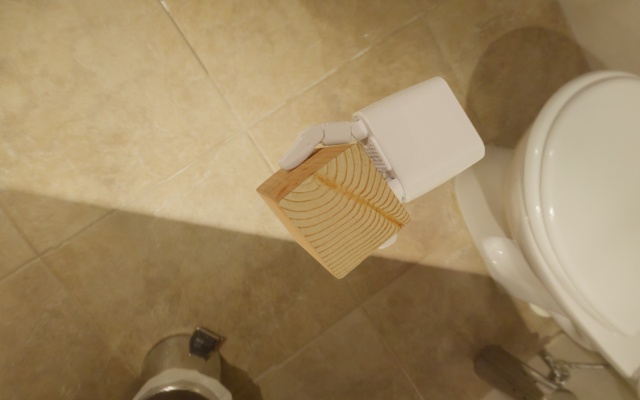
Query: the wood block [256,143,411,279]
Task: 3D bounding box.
[{"bbox_3d":[0.000,0.001,0.517,0.090,0.091,0.206,-38,11,-8],"label":"wood block"}]
